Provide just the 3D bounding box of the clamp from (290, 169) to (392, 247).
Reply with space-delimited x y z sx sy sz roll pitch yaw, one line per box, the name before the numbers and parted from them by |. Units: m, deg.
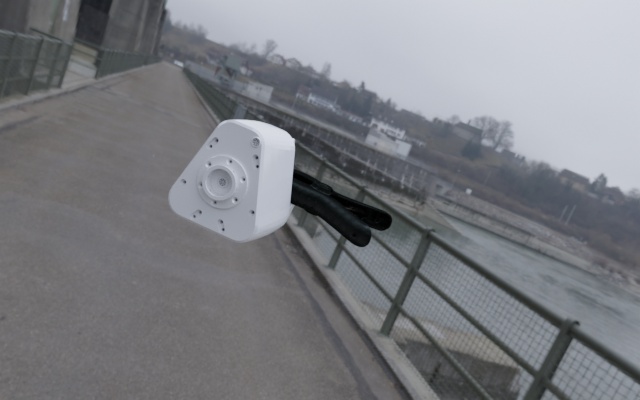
clamp | 0.000 0.001 0.551 0.171 0.039 0.120 24 9 7
